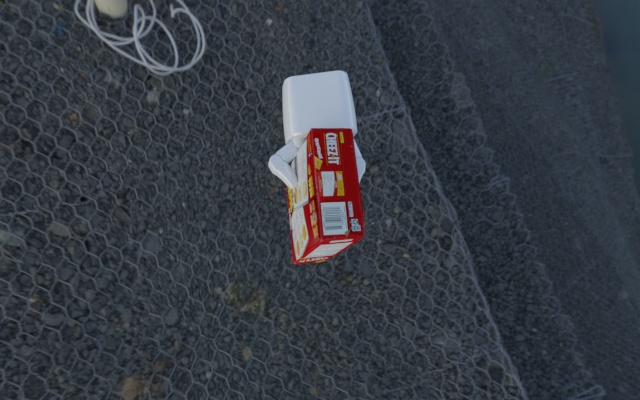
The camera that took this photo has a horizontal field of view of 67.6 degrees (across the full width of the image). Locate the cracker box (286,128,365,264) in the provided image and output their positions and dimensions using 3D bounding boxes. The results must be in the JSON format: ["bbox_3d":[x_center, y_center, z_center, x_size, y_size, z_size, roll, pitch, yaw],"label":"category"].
[{"bbox_3d":[0.000,0.002,0.753,0.072,0.164,0.214,-2,-15,-14],"label":"cracker box"}]
